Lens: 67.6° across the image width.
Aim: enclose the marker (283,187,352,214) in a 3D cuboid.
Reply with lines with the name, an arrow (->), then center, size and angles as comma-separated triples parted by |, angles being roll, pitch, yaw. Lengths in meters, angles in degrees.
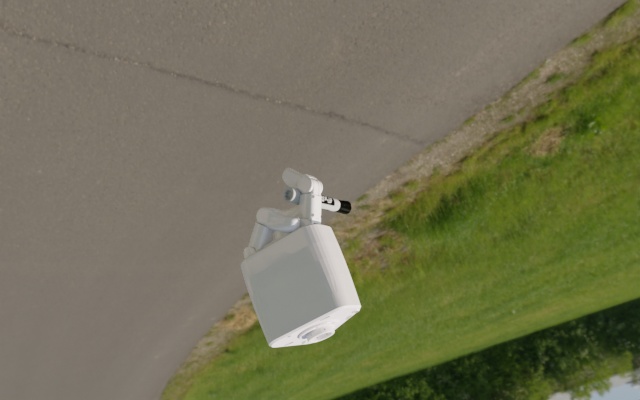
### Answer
marker -> 0.000, 0.002, 0.615 | 0.020, 0.020, 0.121 | 0, -9, 40
